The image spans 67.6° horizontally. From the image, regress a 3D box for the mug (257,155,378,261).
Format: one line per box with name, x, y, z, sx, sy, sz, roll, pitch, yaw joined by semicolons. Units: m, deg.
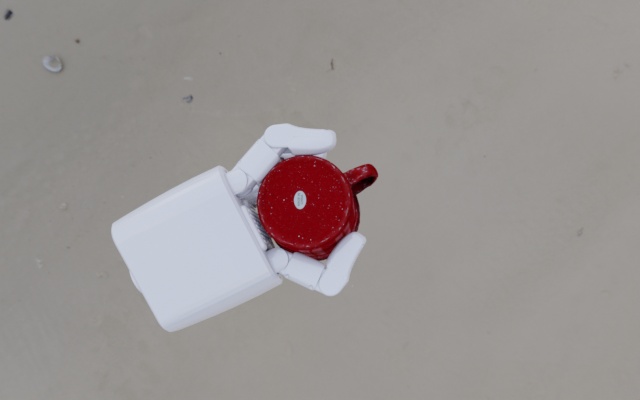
mug;0.001;0.001;0.432;0.117;0.093;0.081;-27;-11;0
